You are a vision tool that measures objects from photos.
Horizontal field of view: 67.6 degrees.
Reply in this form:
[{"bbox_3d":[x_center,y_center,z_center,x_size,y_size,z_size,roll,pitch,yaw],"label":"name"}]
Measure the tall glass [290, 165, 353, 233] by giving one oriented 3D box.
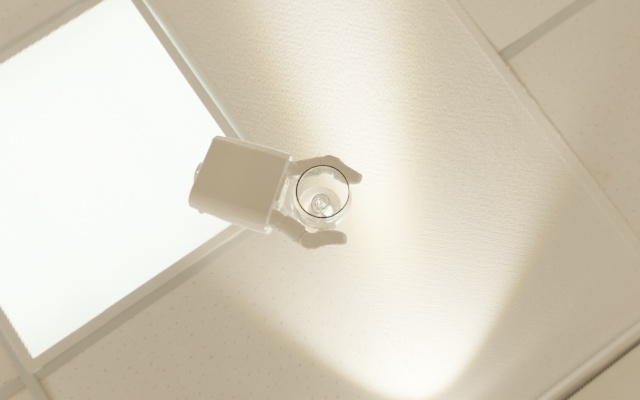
[{"bbox_3d":[0.000,0.002,0.639,0.079,0.079,0.201,0,-7,-2],"label":"tall glass"}]
